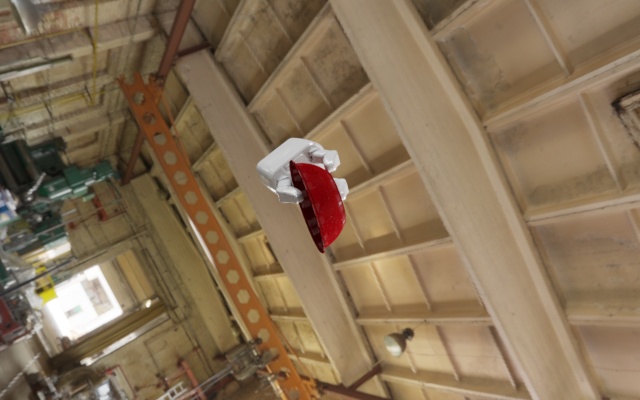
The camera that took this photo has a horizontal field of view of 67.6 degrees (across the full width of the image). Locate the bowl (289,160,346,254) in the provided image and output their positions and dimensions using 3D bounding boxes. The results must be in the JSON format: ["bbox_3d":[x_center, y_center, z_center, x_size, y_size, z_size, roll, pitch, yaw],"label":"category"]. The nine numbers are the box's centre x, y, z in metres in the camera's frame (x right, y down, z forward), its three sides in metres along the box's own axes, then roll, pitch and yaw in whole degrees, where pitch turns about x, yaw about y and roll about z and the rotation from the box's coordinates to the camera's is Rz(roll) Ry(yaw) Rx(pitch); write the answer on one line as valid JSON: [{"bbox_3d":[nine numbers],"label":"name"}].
[{"bbox_3d":[0.001,0.003,0.783,0.055,0.162,0.162,-19,3,-8],"label":"bowl"}]
